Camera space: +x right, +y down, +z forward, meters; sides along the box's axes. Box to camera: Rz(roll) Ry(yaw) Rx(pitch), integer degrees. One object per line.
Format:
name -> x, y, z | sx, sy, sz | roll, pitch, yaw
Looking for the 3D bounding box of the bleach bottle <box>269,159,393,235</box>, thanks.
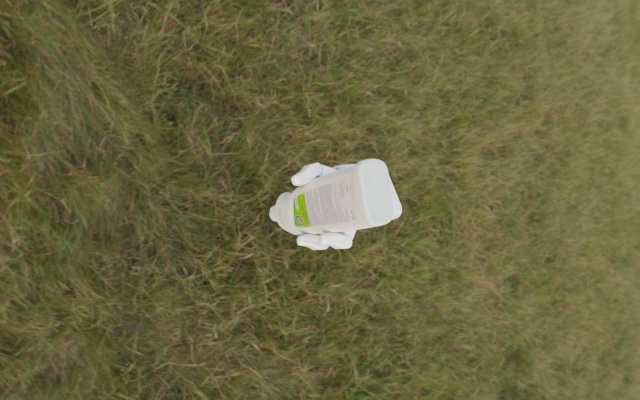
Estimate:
bleach bottle -> 0.000, 0.003, 0.782 | 0.068, 0.102, 0.251 | -8, -1, -43
